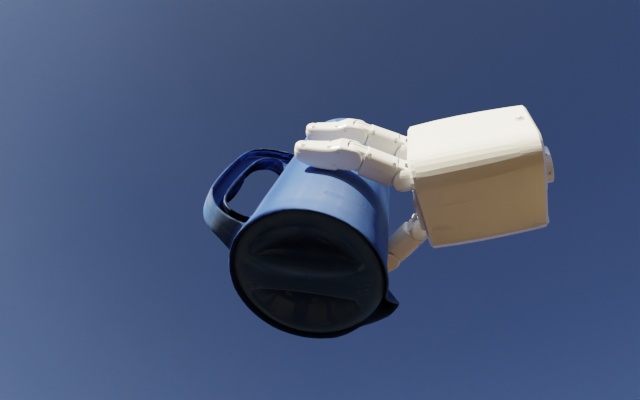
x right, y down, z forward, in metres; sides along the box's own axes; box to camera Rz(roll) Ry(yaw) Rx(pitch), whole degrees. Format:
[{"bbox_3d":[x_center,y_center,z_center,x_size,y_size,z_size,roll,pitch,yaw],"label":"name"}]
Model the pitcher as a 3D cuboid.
[{"bbox_3d":[0.000,0.002,0.481,0.145,0.149,0.242,-12,27,18],"label":"pitcher"}]
